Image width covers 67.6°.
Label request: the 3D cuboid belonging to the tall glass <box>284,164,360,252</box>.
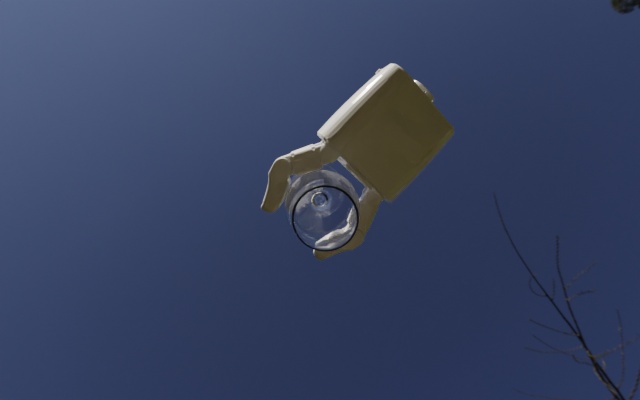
[{"bbox_3d":[0.000,0.002,0.532,0.079,0.079,0.201,0,9,-3],"label":"tall glass"}]
